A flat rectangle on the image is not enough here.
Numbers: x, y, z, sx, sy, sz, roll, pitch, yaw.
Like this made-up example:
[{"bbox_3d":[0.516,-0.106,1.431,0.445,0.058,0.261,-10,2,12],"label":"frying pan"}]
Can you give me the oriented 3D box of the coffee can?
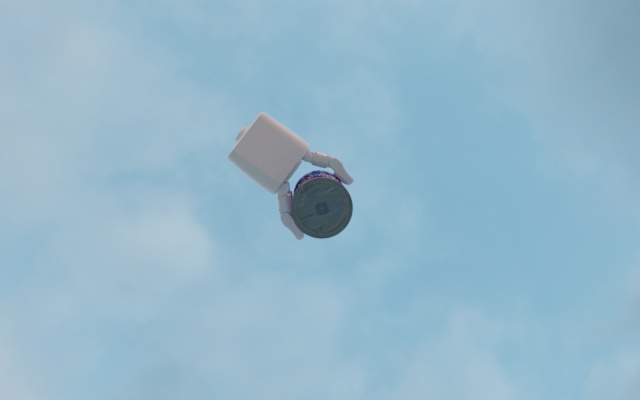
[{"bbox_3d":[0.000,0.003,0.850,0.103,0.103,0.140,0,9,-2],"label":"coffee can"}]
